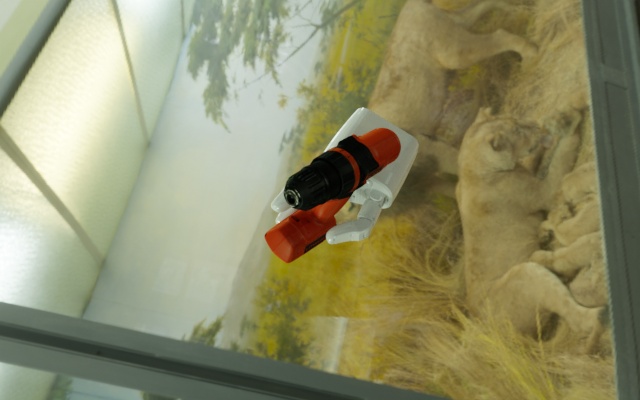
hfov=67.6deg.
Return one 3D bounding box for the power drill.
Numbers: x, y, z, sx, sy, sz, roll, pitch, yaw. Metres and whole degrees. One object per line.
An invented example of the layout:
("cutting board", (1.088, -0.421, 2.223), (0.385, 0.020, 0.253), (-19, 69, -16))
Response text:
("power drill", (0.000, 0.002, 0.576), (0.184, 0.057, 0.188), (-29, -15, -42))
